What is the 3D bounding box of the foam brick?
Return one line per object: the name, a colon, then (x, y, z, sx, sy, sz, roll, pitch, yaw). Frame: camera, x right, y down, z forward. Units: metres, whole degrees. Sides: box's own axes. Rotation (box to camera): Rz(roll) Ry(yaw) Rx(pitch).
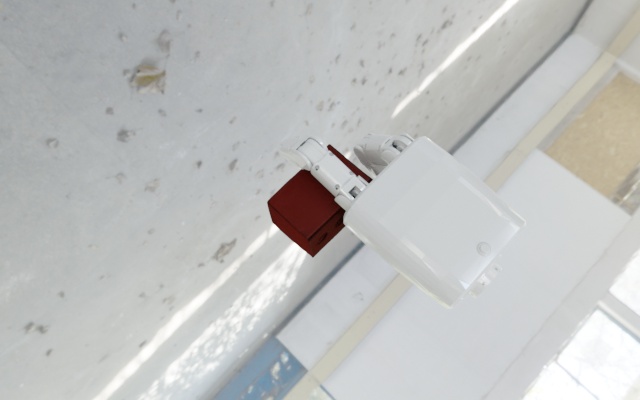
foam brick: (0.000, 0.002, 0.415, 0.051, 0.078, 0.053, 42, -14, 16)
